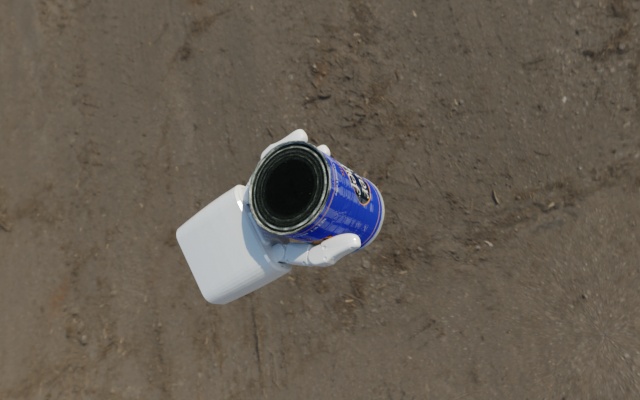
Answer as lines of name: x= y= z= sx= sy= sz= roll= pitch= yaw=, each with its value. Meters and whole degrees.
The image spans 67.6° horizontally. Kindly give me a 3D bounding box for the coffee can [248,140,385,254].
coffee can: x=0.000 y=0.002 z=0.553 sx=0.103 sy=0.102 sz=0.140 roll=0 pitch=-14 yaw=31
